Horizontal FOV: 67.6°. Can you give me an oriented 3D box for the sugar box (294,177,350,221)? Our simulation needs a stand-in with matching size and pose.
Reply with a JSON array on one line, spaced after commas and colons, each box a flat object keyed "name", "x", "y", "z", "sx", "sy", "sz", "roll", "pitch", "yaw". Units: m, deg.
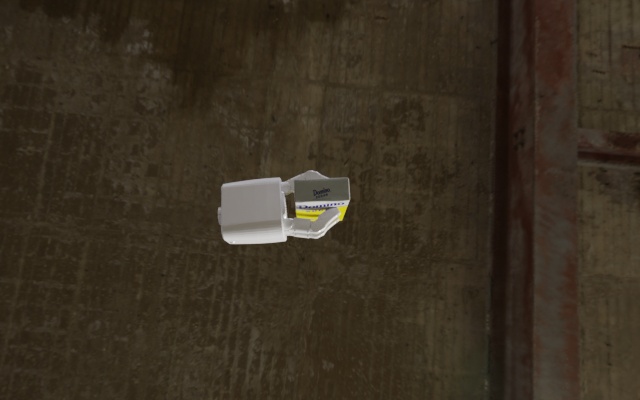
[{"name": "sugar box", "x": 0.000, "y": 0.003, "z": 0.864, "sx": 0.093, "sy": 0.048, "sz": 0.176, "roll": -3, "pitch": -11, "yaw": -1}]
